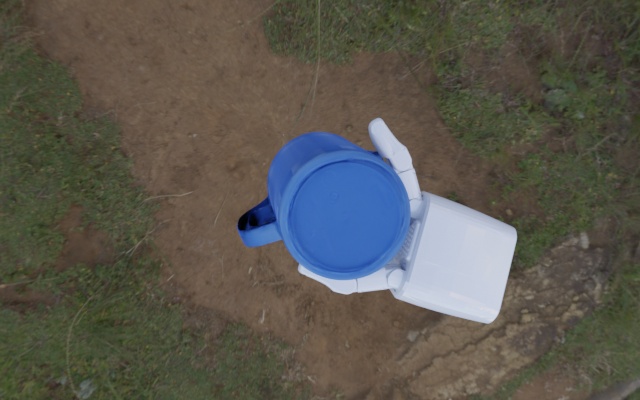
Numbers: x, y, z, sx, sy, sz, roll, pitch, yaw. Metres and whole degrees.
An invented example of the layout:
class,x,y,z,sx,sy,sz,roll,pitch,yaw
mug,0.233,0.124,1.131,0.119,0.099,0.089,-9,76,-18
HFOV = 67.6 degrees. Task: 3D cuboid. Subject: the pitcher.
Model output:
class,x,y,z,sx,sy,sz,roll,pitch,yaw
pitcher,0.000,0.002,0.492,0.145,0.149,0.243,21,6,-8
